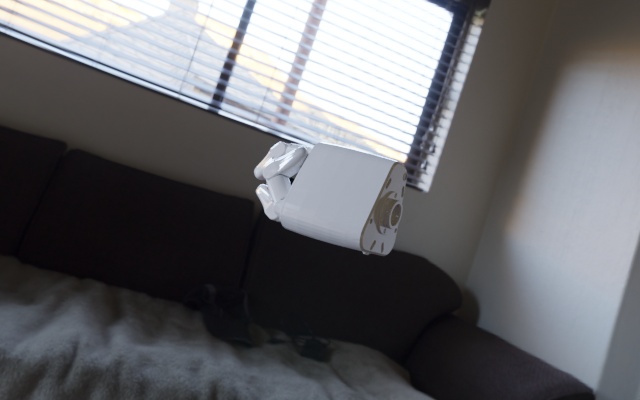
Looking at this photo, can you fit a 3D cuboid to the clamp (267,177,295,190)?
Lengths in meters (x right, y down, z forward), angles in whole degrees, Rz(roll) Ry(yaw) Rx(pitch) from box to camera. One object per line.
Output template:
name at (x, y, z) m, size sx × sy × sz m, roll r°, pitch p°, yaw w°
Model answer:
clamp at (0.000, 0.001, 0.650) m, size 0.120 × 0.039 × 0.171 m, roll 16°, pitch -3°, yaw 31°
